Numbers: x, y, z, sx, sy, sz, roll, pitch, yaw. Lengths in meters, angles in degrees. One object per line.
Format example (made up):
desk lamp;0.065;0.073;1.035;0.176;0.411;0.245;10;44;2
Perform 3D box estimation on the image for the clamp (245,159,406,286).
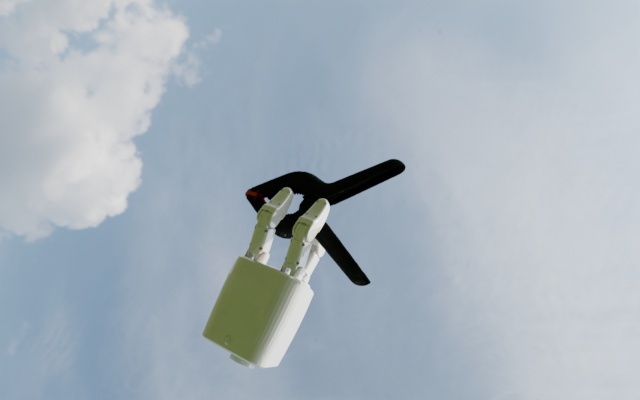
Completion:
clamp;0.000;0.002;0.615;0.210;0.164;0.036;17;-19;29
